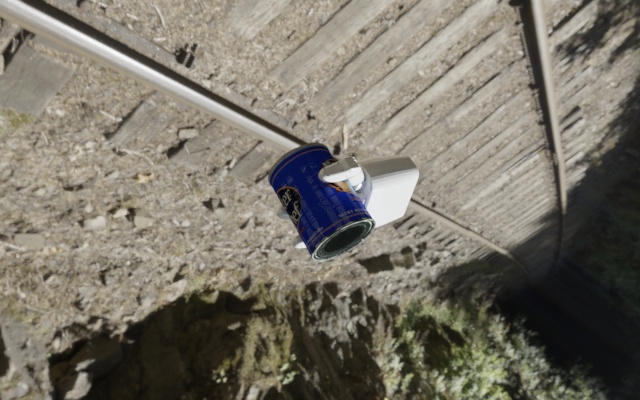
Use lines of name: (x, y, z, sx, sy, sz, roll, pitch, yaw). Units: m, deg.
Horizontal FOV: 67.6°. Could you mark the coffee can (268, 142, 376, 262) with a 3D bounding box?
coffee can: (0.000, 0.002, 0.687, 0.103, 0.140, 0.103, -26, -24, -12)
